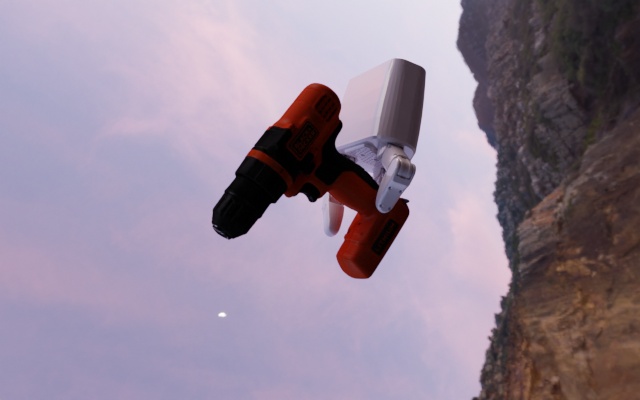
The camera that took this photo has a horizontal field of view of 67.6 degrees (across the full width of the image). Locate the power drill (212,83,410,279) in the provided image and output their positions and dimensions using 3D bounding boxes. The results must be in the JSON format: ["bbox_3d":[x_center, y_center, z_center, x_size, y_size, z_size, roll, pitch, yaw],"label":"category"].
[{"bbox_3d":[0.000,0.002,0.499,0.188,0.184,0.057,45,-18,-30],"label":"power drill"}]
